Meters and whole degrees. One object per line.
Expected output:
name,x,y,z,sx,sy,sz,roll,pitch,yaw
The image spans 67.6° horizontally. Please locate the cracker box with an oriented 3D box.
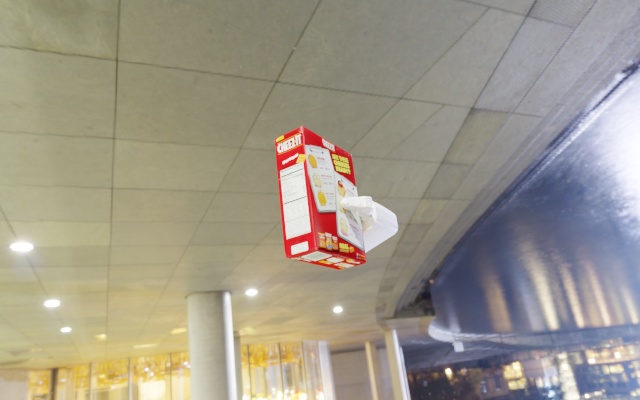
cracker box,0.000,0.003,0.826,0.072,0.213,0.164,-19,-23,29
